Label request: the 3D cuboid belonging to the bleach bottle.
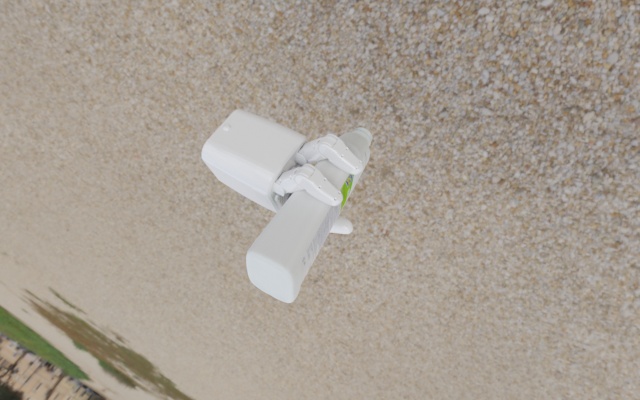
[{"bbox_3d":[0.000,0.002,0.616,0.068,0.250,0.103,26,-31,13],"label":"bleach bottle"}]
